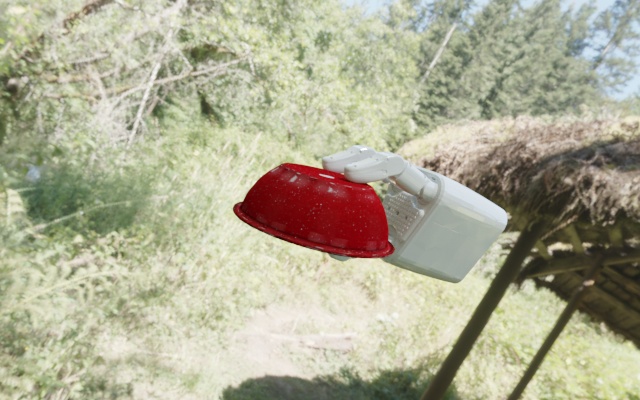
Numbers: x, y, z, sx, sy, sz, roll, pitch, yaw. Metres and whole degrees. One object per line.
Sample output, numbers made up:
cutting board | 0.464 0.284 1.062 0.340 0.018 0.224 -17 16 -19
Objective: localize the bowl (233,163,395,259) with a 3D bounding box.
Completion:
bowl | -0.001 0.001 0.461 0.162 0.055 0.162 14 10 -3
